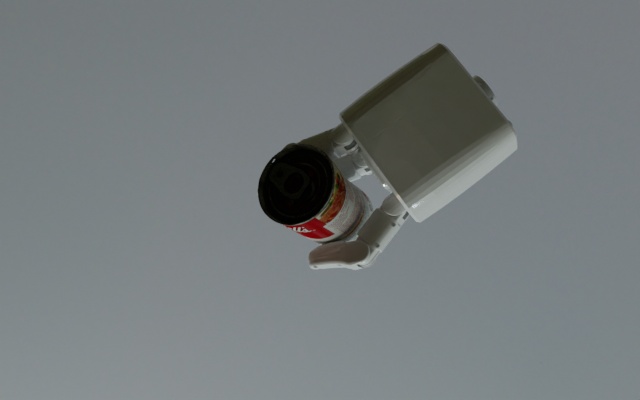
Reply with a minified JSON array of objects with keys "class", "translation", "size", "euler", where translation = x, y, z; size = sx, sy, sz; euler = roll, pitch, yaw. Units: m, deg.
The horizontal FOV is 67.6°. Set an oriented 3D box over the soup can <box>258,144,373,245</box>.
[{"class":"soup can","translation":[0.000,0.002,0.419],"size":[0.068,0.068,0.102],"euler":[0,-17,25]}]
